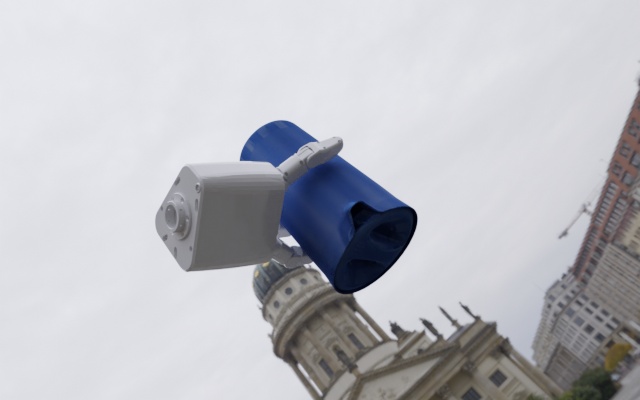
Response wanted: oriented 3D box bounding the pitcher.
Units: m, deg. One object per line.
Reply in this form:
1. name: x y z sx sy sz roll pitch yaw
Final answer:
1. pitcher: 0.000 0.002 0.634 0.145 0.149 0.242 -6 39 -44
